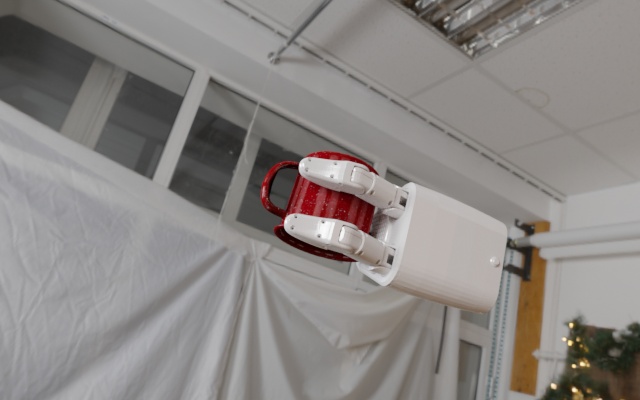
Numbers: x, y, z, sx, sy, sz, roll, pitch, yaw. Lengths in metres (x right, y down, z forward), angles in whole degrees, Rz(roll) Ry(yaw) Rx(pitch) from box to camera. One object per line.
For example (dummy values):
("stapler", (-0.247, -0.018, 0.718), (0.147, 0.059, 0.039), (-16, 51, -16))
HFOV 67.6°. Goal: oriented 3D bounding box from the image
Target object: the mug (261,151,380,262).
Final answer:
("mug", (-0.001, 0.001, 0.459), (0.117, 0.081, 0.093), (21, -20, -13))
